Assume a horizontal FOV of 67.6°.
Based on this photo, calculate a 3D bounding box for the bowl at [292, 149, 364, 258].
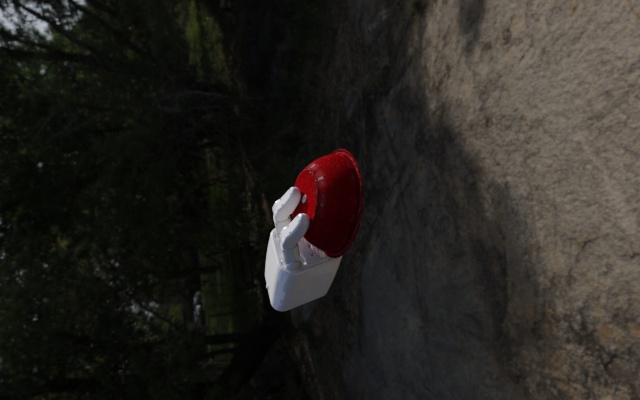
[{"bbox_3d":[0.000,0.001,0.696,0.055,0.162,0.162,5,-2,-25],"label":"bowl"}]
